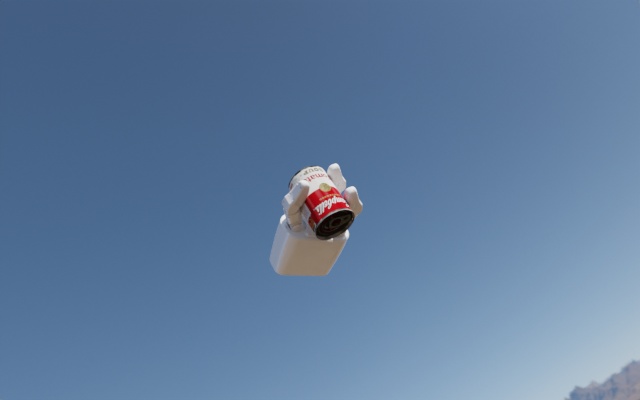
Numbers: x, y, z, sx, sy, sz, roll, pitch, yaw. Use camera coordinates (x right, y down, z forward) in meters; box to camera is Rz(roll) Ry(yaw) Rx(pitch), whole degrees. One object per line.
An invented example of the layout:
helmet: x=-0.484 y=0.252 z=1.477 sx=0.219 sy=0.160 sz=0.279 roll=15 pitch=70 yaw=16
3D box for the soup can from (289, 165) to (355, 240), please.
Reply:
soup can: x=0.000 y=0.002 z=0.751 sx=0.068 sy=0.068 sz=0.102 roll=0 pitch=44 yaw=-39
